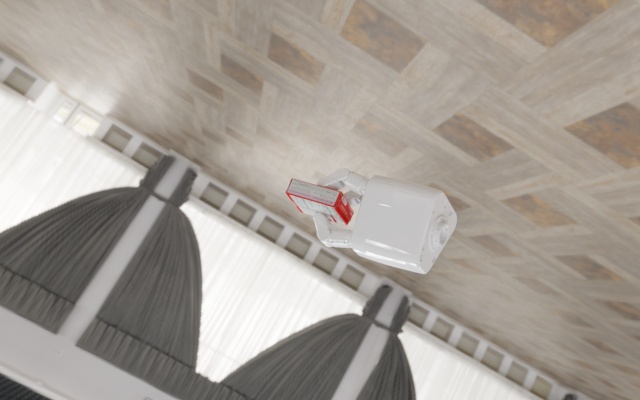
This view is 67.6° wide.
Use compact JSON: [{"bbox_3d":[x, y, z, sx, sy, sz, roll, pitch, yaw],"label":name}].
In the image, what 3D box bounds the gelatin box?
[{"bbox_3d":[0.000,0.003,0.735,0.089,0.030,0.073,15,-19,25],"label":"gelatin box"}]
